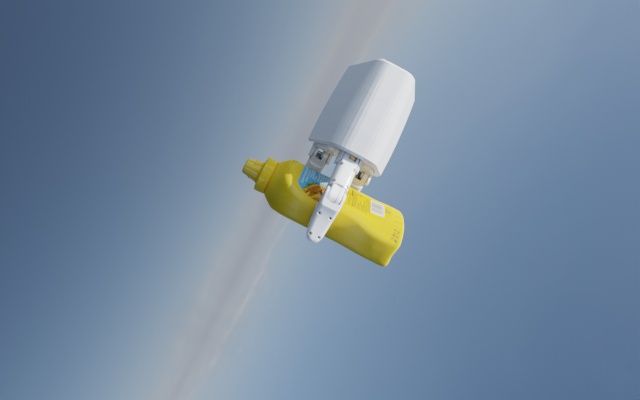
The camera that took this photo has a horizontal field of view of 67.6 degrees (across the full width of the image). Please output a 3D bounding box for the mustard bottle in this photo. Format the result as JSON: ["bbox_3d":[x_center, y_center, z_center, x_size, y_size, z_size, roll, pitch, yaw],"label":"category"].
[{"bbox_3d":[0.000,0.002,0.549,0.191,0.058,0.096,27,25,-5],"label":"mustard bottle"}]
